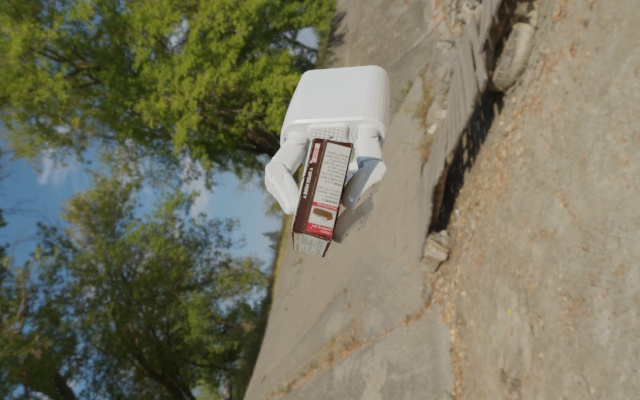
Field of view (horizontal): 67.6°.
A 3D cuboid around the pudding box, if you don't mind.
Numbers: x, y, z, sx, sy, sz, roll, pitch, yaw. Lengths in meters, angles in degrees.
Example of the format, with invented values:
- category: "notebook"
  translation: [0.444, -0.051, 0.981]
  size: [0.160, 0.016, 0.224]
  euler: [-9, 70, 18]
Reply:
- category: "pudding box"
  translation: [0.000, 0.001, 0.451]
  size: [0.039, 0.090, 0.113]
  euler: [12, -13, 2]
